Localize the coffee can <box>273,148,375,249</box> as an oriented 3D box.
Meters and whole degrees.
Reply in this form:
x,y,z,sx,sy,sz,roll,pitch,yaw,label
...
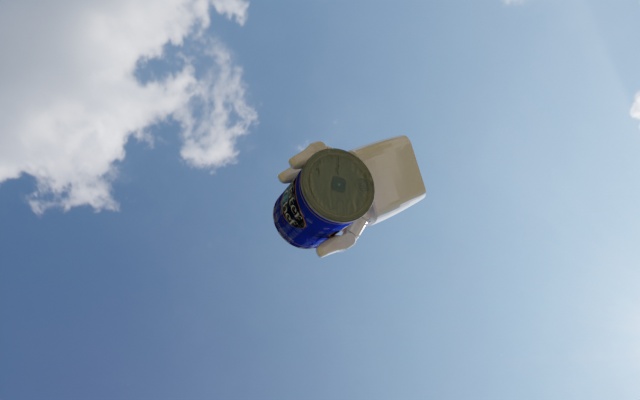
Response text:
x,y,z,sx,sy,sz,roll,pitch,yaw,label
0.000,0.002,0.675,0.103,0.102,0.140,0,-20,-22,coffee can
